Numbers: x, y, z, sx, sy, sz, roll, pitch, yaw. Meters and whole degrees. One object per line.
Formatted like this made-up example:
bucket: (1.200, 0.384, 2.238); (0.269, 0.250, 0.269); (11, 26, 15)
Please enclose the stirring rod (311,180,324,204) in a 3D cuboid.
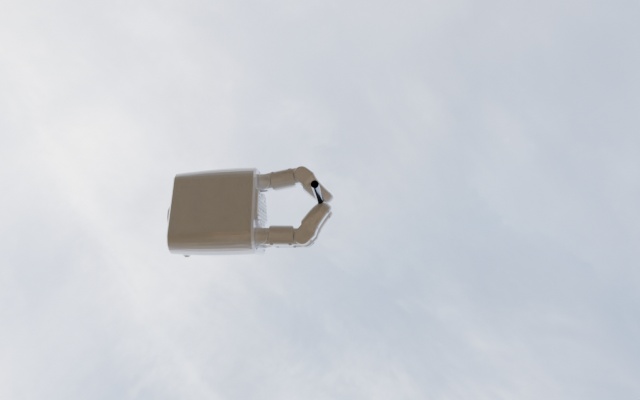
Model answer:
stirring rod: (0.000, 0.002, 0.581); (0.011, 0.011, 0.239); (0, -8, 3)
